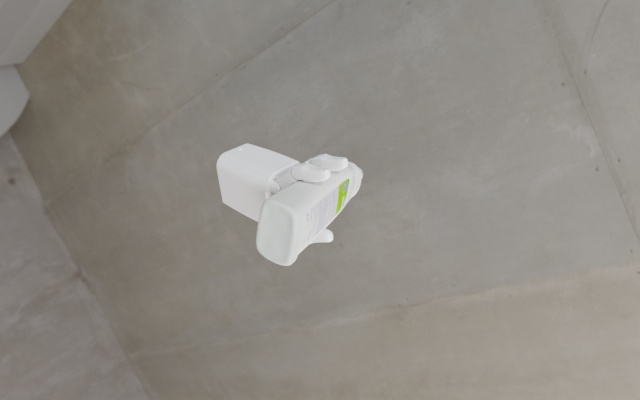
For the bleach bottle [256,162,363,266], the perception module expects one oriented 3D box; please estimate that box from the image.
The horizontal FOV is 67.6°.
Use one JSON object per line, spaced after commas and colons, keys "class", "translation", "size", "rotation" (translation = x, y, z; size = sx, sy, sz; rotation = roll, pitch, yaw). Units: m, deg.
{"class": "bleach bottle", "translation": [0.000, 0.002, 0.758], "size": [0.068, 0.103, 0.250], "rotation": [24, 31, 22]}
